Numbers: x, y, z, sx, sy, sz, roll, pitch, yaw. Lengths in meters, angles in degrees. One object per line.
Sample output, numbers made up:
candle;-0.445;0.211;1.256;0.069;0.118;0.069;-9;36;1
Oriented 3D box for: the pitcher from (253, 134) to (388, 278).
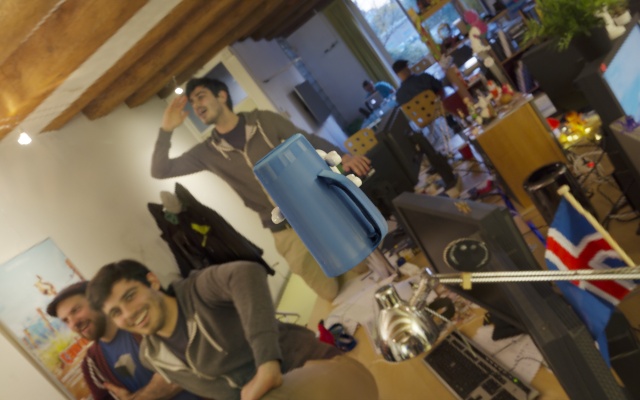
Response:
pitcher;0.000;0.003;0.839;0.149;0.243;0.145;-36;10;7
